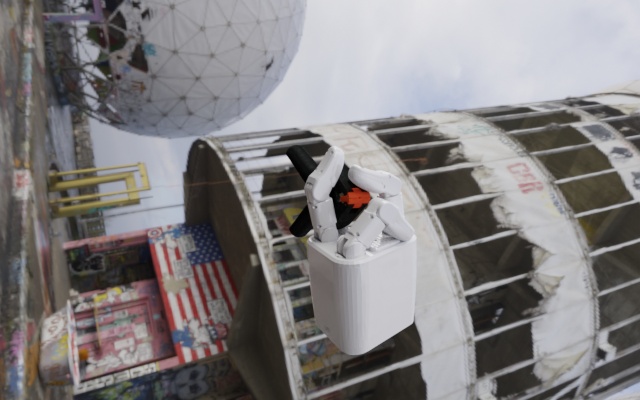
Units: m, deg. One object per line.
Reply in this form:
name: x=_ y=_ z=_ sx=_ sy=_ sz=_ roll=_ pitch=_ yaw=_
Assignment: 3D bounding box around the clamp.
clamp: x=0.001 y=0.002 z=0.571 sx=0.039 sy=0.120 sz=0.171 roll=-10 pitch=17 yaw=-24
